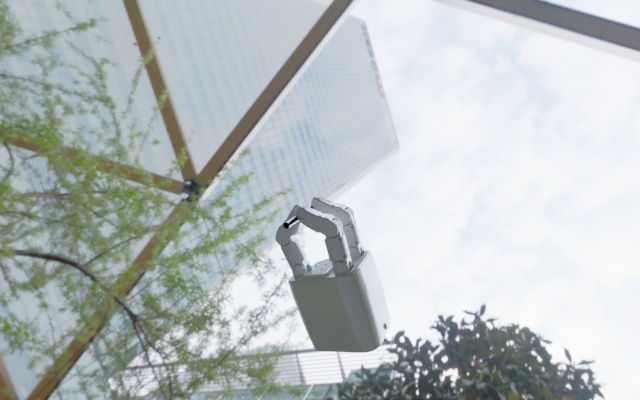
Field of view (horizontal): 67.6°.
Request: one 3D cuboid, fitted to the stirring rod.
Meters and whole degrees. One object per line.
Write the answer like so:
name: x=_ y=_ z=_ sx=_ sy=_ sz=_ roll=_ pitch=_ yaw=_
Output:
stirring rod: x=0.000 y=0.002 z=0.674 sx=0.011 sy=0.011 sz=0.239 roll=0 pitch=13 yaw=20
